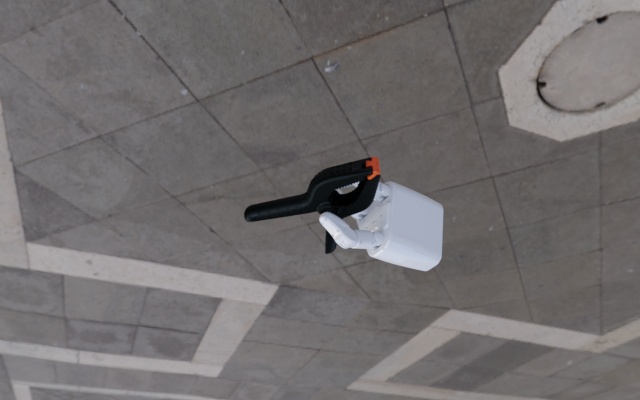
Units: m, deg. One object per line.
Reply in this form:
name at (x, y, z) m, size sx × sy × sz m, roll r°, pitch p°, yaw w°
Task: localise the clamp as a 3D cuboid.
clamp at (0.001, 0.003, 0.675) m, size 0.164 × 0.036 × 0.210 m, roll 19°, pitch -42°, yaw -25°
